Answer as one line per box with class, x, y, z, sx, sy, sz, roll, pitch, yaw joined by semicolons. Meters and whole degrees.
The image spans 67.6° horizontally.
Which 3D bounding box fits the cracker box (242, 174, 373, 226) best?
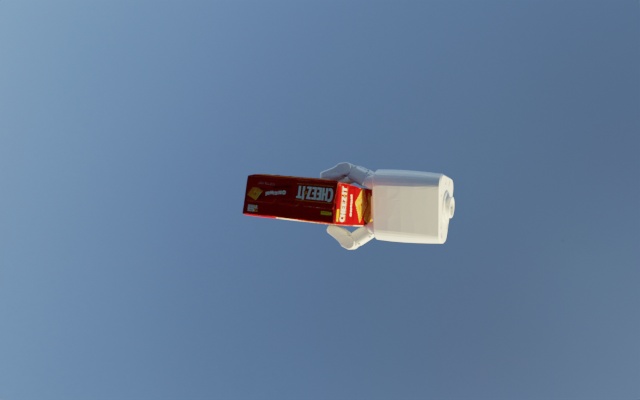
cracker box;0.000;0.003;0.803;0.164;0.072;0.214;5;-2;27
